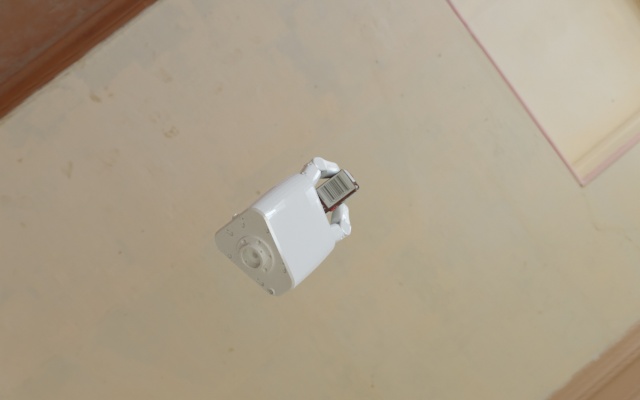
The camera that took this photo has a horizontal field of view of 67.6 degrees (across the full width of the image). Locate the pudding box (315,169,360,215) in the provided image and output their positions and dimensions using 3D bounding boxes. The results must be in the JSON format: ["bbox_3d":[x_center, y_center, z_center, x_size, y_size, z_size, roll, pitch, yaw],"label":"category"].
[{"bbox_3d":[0.000,0.002,0.678,0.113,0.039,0.090,-35,0,7],"label":"pudding box"}]
